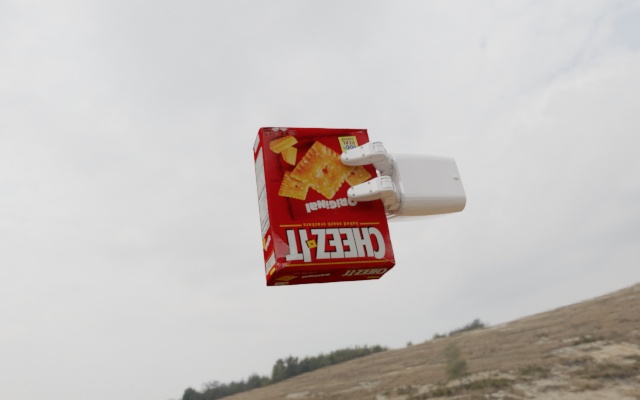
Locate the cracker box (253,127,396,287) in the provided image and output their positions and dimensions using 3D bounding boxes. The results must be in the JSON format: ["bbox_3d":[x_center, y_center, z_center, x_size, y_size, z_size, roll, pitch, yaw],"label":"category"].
[{"bbox_3d":[0.000,0.002,0.660,0.164,0.213,0.072,-1,-26,-17],"label":"cracker box"}]
